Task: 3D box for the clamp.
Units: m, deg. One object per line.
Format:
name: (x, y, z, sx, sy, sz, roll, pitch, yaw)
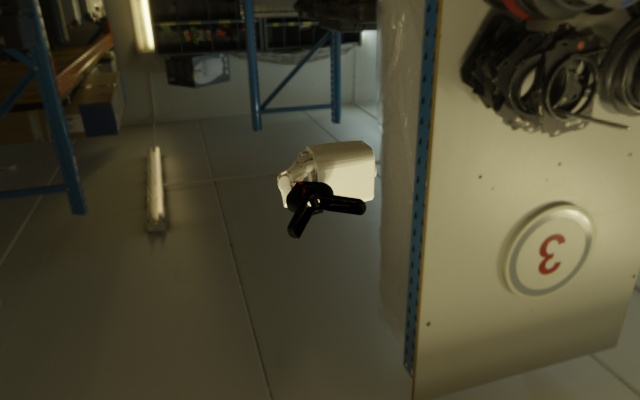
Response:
clamp: (0.000, 0.003, 0.752, 0.120, 0.039, 0.171, -11, 25, -5)
